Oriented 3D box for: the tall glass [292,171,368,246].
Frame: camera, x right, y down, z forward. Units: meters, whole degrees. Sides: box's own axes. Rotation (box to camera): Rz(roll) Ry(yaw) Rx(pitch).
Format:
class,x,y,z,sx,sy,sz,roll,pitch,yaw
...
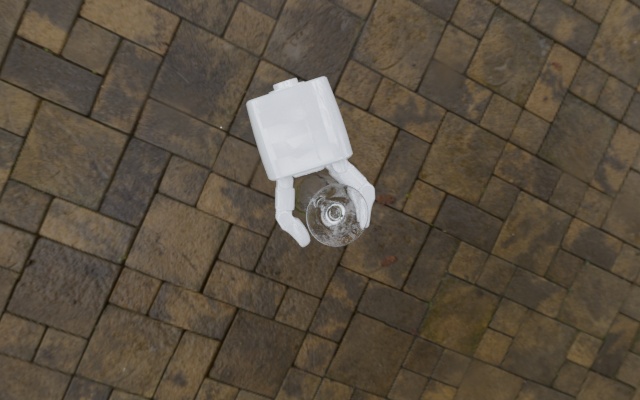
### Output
class,x,y,z,sx,sy,sz,roll,pitch,yaw
tall glass,0.000,0.002,0.649,0.079,0.079,0.201,0,8,-12
